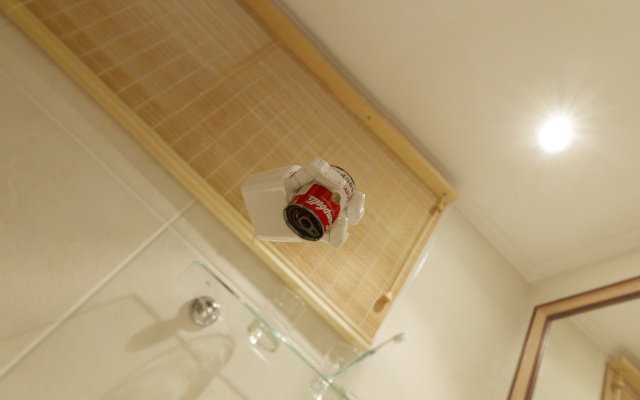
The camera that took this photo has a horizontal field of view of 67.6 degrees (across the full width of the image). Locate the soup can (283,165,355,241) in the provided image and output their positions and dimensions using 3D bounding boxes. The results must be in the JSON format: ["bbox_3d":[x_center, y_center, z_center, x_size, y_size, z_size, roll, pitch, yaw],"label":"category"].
[{"bbox_3d":[0.001,0.002,0.708,0.068,0.068,0.102,0,37,39],"label":"soup can"}]
